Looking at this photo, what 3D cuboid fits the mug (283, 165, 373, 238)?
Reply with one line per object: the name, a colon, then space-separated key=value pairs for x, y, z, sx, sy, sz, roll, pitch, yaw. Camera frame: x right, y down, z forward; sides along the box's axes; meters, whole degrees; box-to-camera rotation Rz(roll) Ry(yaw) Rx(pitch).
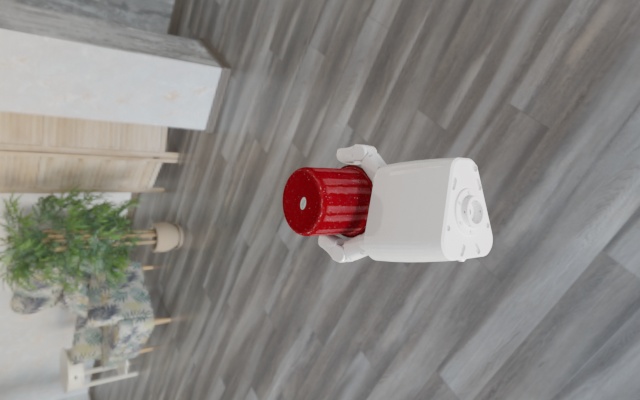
mug: x=-0.001 y=0.002 z=0.593 sx=0.081 sy=0.093 sz=0.117 roll=0 pitch=-3 yaw=-40
